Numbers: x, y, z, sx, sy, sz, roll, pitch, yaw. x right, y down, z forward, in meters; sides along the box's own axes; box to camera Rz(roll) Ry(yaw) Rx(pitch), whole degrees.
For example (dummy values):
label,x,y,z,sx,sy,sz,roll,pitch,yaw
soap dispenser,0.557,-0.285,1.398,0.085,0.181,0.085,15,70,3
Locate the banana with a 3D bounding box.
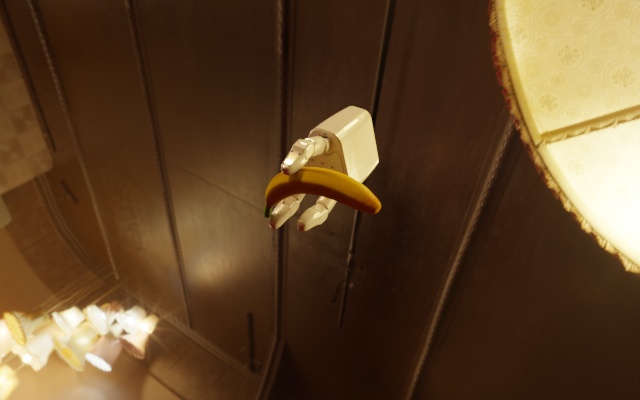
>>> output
label,x,y,z,sx,sy,sz,roll,pitch,yaw
banana,-0.009,-0.014,0.657,0.198,0.070,0.037,-2,27,37
